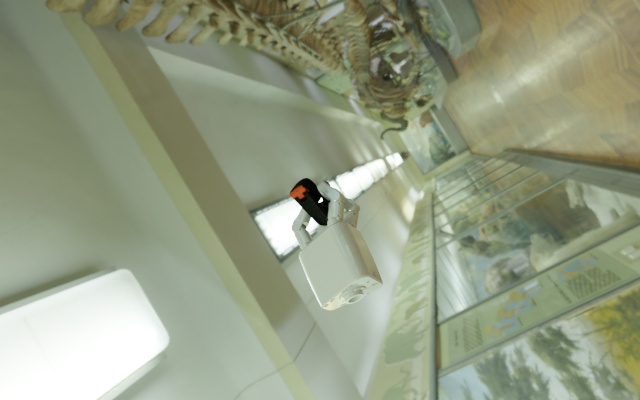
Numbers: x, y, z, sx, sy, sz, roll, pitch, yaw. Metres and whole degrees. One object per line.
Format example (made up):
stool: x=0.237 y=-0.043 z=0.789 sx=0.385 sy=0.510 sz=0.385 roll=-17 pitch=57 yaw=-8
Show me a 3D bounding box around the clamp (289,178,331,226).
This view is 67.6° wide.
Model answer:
clamp: x=-0.001 y=0.003 z=0.878 sx=0.036 sy=0.164 sz=0.210 roll=-34 pitch=-32 yaw=13
